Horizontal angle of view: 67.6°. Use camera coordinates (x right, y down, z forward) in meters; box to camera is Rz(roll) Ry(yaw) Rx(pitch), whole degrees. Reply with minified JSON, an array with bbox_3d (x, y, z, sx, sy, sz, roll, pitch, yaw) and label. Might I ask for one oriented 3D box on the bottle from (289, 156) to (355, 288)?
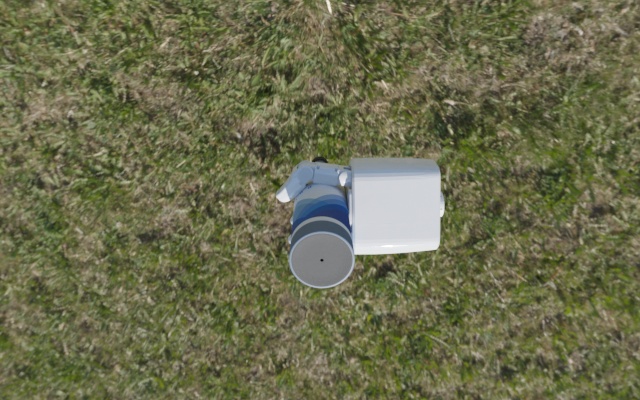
[{"bbox_3d":[0.000,0.002,0.612,0.069,0.069,0.295,0,23,-1],"label":"bottle"}]
